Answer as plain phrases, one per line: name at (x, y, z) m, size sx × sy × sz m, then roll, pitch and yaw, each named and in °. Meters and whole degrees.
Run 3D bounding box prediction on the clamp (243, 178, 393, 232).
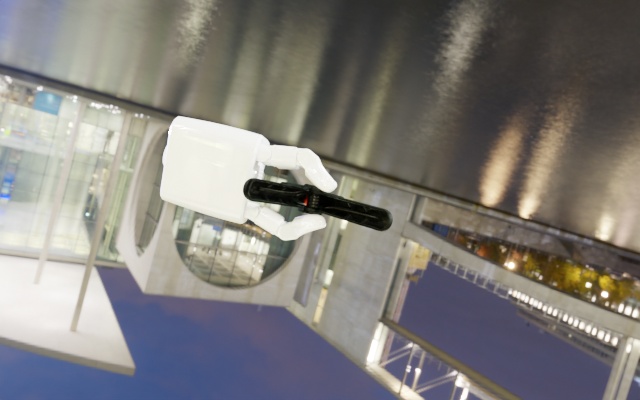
clamp at (0.000, 0.003, 0.597) m, size 0.164 × 0.036 × 0.210 m, roll 15°, pitch 2°, yaw 1°
